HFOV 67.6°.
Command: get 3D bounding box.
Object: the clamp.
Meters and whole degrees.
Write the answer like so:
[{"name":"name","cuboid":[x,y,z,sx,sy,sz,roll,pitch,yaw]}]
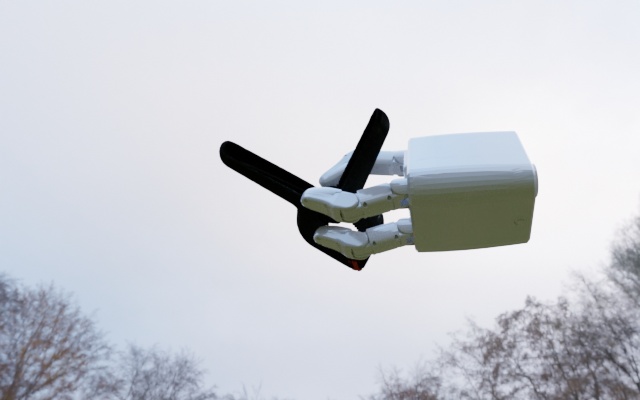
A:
[{"name":"clamp","cuboid":[0.001,0.001,0.494,0.164,0.036,0.210,-3,-44,15]}]
